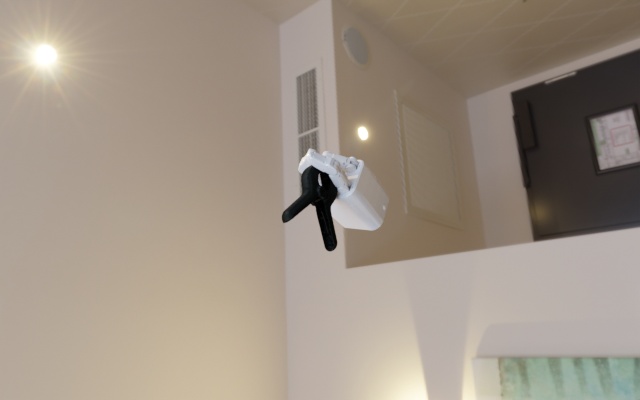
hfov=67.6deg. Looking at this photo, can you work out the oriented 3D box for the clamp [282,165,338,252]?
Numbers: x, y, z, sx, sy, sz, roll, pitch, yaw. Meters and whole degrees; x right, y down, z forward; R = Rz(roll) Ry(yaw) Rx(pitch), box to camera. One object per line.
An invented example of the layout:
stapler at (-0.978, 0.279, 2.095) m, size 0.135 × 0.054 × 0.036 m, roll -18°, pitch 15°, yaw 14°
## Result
clamp at (0.000, 0.003, 0.839) m, size 0.039 × 0.171 × 0.120 m, roll -15°, pitch -49°, yaw 38°
